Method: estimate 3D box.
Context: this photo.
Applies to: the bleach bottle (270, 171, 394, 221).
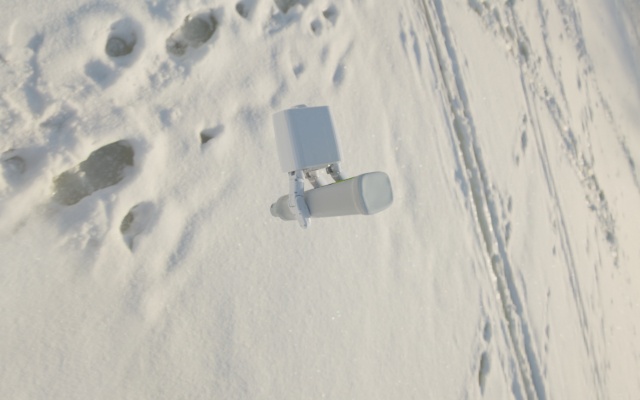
[{"bbox_3d":[0.000,0.003,0.855,0.251,0.068,0.102,-10,2,40],"label":"bleach bottle"}]
